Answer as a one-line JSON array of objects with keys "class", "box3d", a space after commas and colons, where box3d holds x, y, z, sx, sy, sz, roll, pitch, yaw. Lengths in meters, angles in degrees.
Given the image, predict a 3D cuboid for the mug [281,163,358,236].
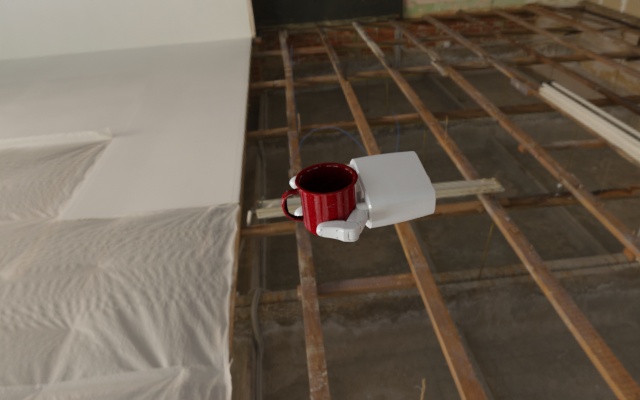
[{"class": "mug", "box3d": [-0.001, 0.003, 0.716, 0.117, 0.082, 0.093, -10, 33, -7]}]
